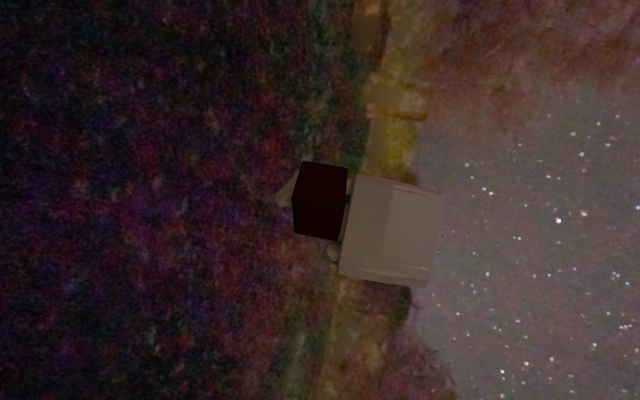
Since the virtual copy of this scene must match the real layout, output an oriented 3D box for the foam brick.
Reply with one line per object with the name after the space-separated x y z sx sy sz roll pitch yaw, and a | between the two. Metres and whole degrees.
0.000 0.002 0.522 0.051 0.053 0.078 11 -29 6 | foam brick
